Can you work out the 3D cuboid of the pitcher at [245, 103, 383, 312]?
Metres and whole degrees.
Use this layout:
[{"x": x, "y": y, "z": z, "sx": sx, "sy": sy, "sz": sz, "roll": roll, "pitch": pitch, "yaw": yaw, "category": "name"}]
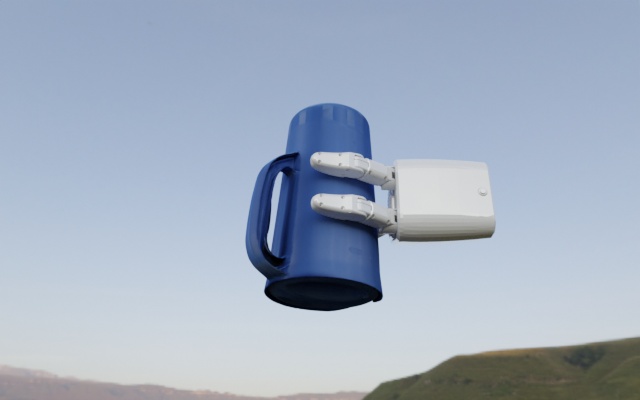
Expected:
[{"x": 0.000, "y": 0.002, "z": 0.577, "sx": 0.145, "sy": 0.242, "sz": 0.149, "roll": 0, "pitch": -27, "yaw": 4, "category": "pitcher"}]
